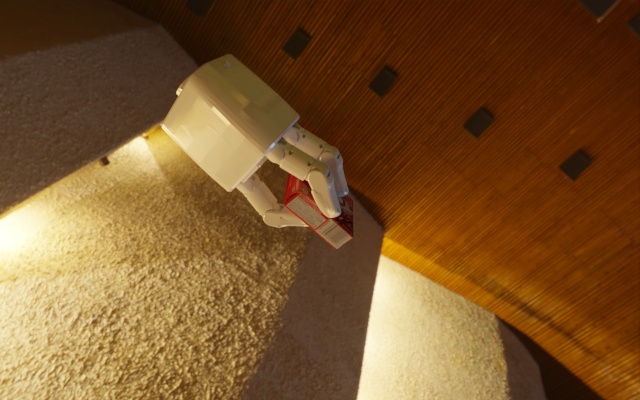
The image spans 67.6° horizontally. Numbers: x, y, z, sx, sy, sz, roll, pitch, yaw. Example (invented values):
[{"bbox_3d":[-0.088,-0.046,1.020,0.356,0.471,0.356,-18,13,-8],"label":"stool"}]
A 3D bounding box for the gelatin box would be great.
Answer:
[{"bbox_3d":[0.000,0.002,0.552,0.030,0.089,0.073,-37,25,25],"label":"gelatin box"}]
